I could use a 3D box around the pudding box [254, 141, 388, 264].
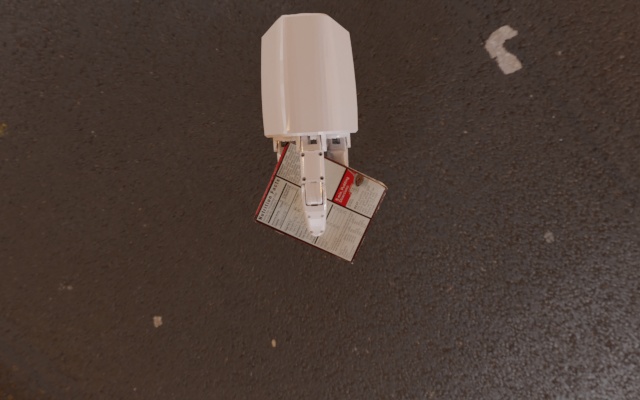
[{"bbox_3d":[0.000,0.002,0.490,0.113,0.090,0.039,25,5,-2],"label":"pudding box"}]
